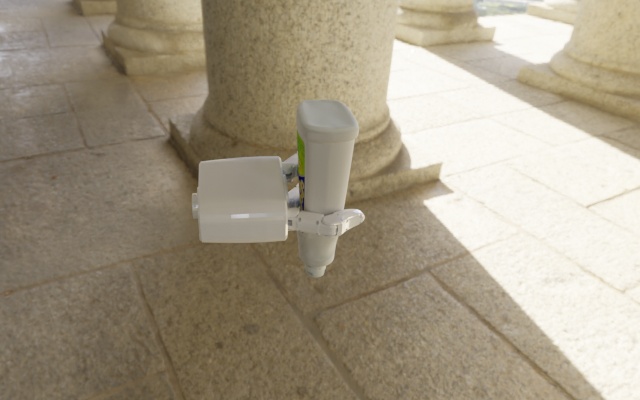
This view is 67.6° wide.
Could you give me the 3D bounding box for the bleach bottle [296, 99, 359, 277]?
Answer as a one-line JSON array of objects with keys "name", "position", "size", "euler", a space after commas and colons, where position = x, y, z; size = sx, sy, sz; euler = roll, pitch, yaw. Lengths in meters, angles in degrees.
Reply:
[{"name": "bleach bottle", "position": [0.000, 0.002, 0.629], "size": [0.068, 0.251, 0.102], "euler": [-3, 32, -10]}]
